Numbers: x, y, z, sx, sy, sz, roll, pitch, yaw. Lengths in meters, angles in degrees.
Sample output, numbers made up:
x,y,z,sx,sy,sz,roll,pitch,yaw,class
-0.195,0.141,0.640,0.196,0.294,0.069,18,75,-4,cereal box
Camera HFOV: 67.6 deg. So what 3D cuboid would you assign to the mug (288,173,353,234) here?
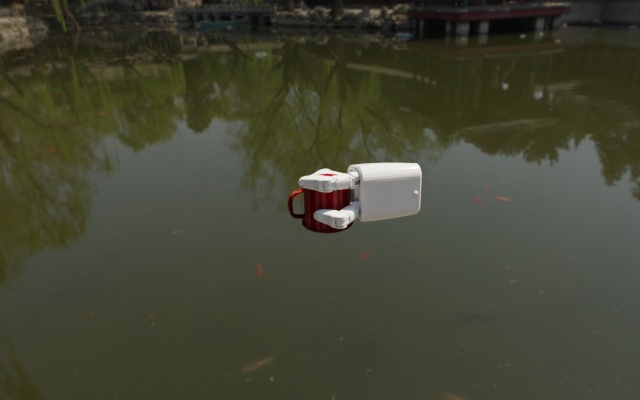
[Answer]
x,y,z,sx,sy,sz,roll,pitch,yaw,class
-0.001,0.003,0.847,0.117,0.081,0.093,-4,23,-5,mug
